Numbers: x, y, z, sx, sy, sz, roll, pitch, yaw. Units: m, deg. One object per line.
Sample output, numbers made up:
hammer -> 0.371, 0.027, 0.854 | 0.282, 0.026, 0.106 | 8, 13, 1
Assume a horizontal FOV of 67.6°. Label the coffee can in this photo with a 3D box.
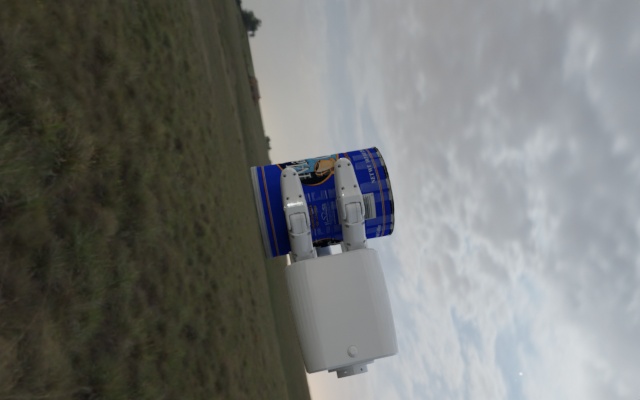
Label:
coffee can -> 0.000, 0.002, 0.532 | 0.140, 0.103, 0.103 | -10, 1, -6
